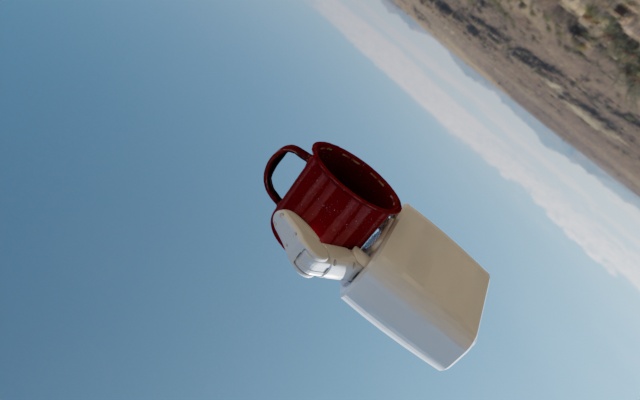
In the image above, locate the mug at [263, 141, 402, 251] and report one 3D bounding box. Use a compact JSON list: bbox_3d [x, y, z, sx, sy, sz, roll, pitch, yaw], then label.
[{"bbox_3d":[-0.001,0.001,0.418,0.117,0.081,0.093,37,22,0],"label":"mug"}]
